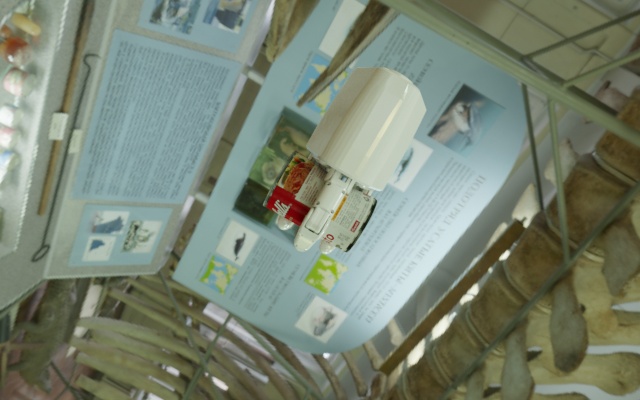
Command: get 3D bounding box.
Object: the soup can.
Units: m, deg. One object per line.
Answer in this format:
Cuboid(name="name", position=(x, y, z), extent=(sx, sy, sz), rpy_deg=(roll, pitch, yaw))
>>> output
Cuboid(name="soup can", position=(0.000, 0.002, 0.506), extent=(0.102, 0.068, 0.068), rpy_deg=(30, -1, -2))
